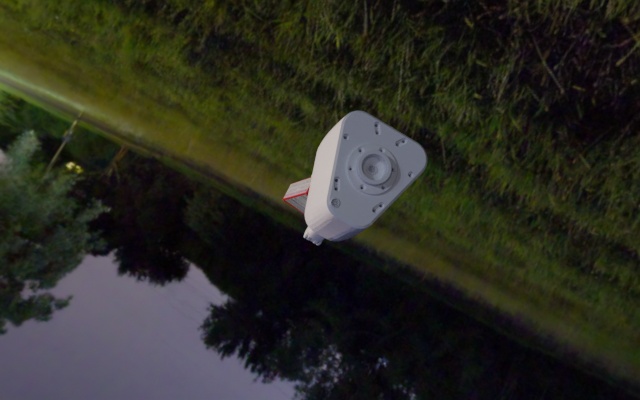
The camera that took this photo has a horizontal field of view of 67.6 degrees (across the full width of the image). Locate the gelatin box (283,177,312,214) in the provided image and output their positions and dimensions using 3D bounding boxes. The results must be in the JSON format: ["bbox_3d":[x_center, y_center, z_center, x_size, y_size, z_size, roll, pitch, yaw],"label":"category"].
[{"bbox_3d":[0.000,0.002,0.628,0.073,0.030,0.089,33,-19,-18],"label":"gelatin box"}]
